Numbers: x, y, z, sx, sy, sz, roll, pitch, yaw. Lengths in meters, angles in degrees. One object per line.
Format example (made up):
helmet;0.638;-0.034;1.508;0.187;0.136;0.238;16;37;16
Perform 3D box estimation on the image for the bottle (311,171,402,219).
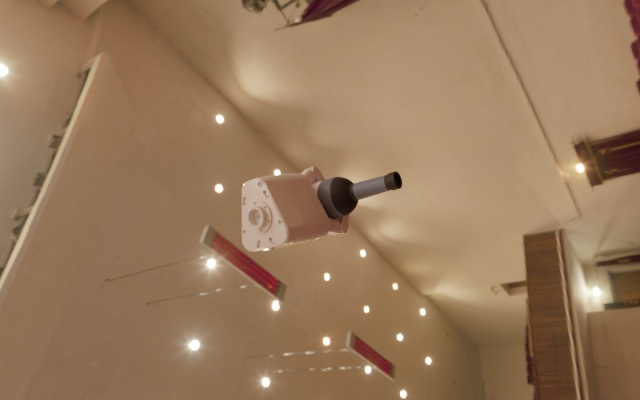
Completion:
bottle;0.000;0.003;0.802;0.296;0.069;0.069;-16;-9;34
